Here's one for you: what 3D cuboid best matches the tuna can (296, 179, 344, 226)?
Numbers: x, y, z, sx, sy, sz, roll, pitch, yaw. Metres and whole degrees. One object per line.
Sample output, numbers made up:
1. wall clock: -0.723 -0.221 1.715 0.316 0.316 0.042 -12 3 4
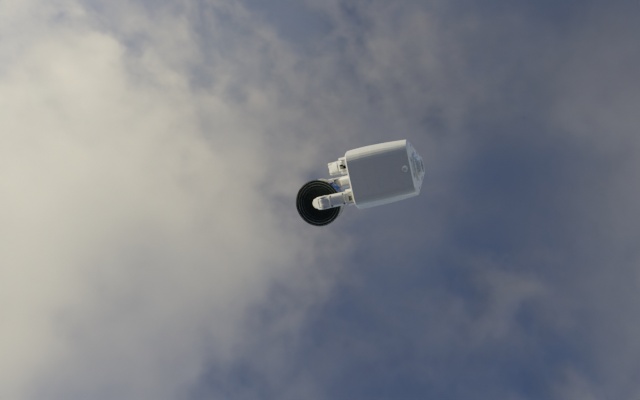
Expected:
1. tuna can: 0.000 0.003 0.883 0.086 0.086 0.033 0 8 18
